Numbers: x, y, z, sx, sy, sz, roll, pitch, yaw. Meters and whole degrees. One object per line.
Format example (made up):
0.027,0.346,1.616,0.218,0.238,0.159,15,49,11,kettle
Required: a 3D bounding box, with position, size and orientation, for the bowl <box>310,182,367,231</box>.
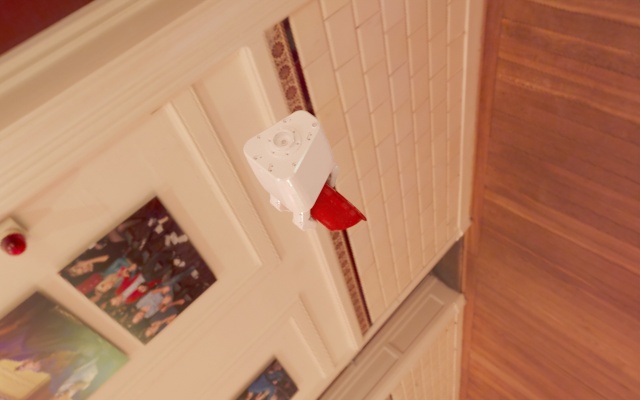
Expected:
0.000,0.004,0.812,0.162,0.055,0.162,39,-2,1,bowl
